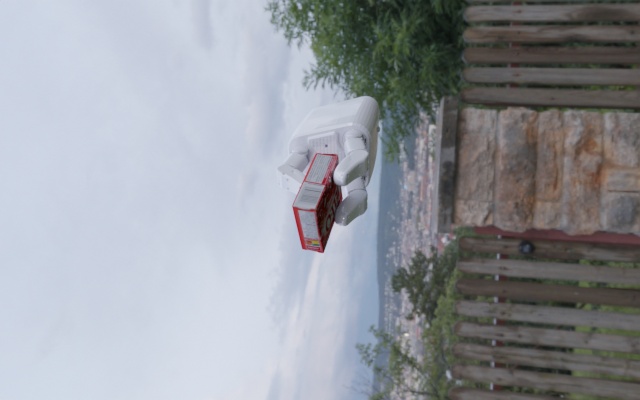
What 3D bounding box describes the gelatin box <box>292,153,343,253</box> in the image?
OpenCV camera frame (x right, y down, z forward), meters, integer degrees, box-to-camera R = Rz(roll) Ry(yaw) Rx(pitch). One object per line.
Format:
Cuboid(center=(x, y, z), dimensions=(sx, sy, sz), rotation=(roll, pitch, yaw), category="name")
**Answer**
Cuboid(center=(0.000, 0.002, 0.538), dimensions=(0.030, 0.089, 0.073), rotation=(8, -42, 16), category="gelatin box")
